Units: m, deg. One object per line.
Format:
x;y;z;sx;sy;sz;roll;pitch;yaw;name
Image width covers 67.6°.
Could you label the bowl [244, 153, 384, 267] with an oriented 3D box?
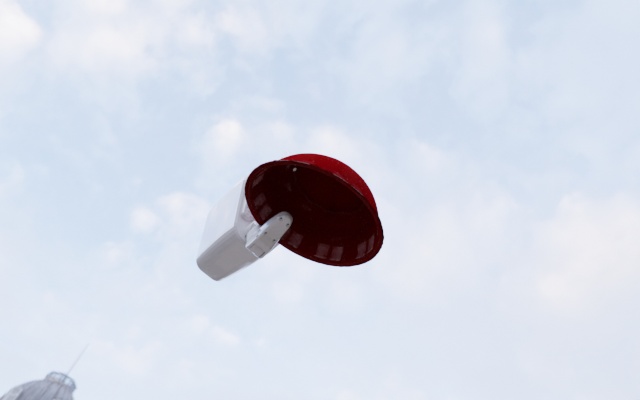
0.001;0.001;0.526;0.162;0.162;0.055;0;44;33;bowl
